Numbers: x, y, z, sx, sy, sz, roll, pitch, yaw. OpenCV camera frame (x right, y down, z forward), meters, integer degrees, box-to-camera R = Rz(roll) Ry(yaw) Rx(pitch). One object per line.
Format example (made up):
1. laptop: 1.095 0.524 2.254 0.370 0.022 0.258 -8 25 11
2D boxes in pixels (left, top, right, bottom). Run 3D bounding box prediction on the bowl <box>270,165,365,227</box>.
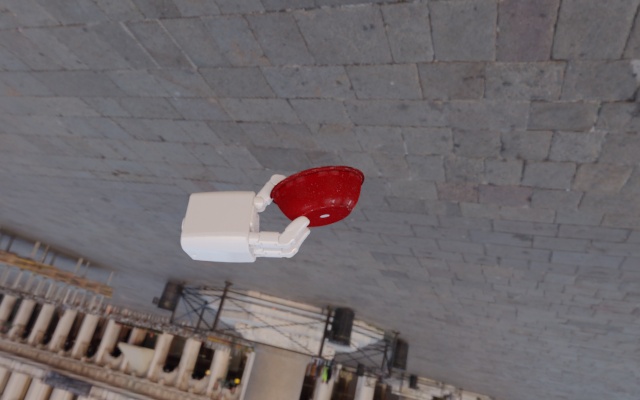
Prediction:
1. bowl: 0.001 0.003 0.788 0.162 0.055 0.162 -11 -21 -4
